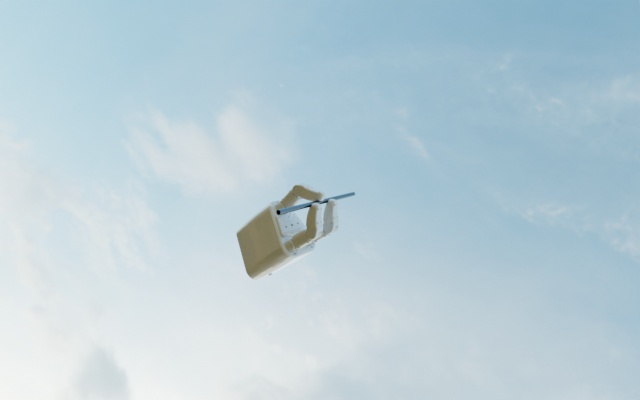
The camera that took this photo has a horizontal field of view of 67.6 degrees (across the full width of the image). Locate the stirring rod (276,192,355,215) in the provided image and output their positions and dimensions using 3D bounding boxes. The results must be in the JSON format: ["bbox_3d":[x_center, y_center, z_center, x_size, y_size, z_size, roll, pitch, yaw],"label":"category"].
[{"bbox_3d":[0.000,0.003,0.813,0.011,0.011,0.239,0,7,32],"label":"stirring rod"}]
